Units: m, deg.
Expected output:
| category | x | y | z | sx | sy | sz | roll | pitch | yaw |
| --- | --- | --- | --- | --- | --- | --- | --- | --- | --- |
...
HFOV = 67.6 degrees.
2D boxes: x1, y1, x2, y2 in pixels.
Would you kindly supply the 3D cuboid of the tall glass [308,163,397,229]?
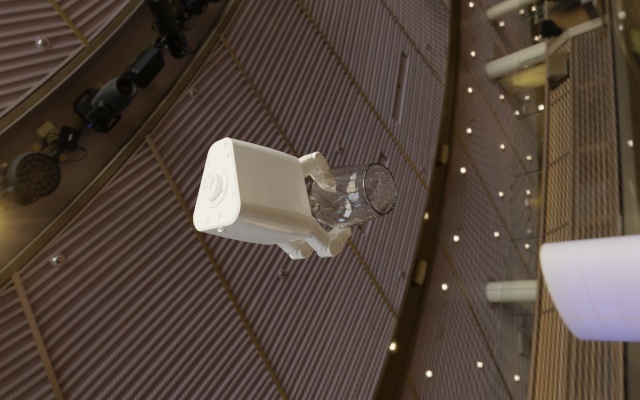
| category | x | y | z | sx | sy | sz | roll | pitch | yaw |
| --- | --- | --- | --- | --- | --- | --- | --- | --- | --- |
| tall glass | 0.000 | 0.002 | 0.623 | 0.201 | 0.079 | 0.079 | -13 | -9 | 43 |
